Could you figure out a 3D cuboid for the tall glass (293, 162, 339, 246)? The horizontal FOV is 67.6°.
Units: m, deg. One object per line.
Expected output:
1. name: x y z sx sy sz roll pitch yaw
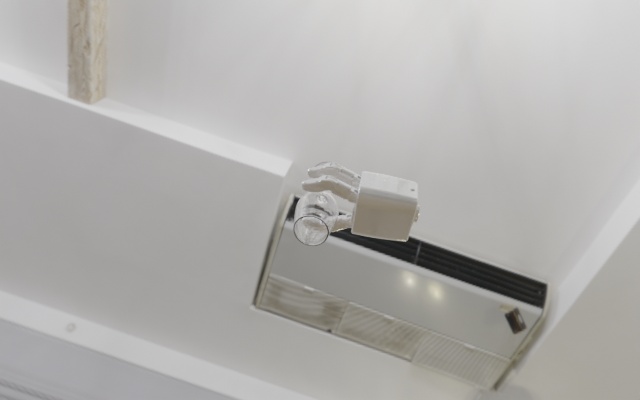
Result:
1. tall glass: 0.000 0.003 0.895 0.079 0.079 0.201 0 30 11
